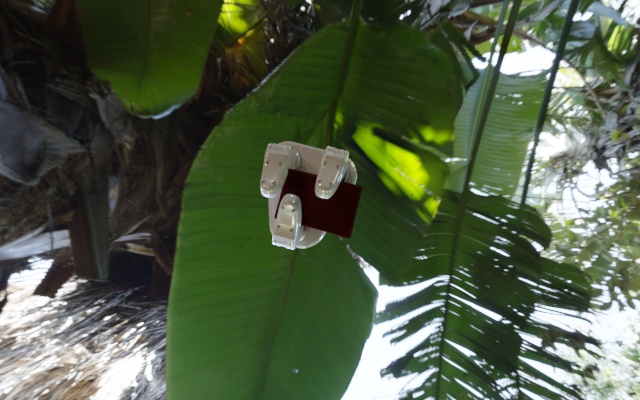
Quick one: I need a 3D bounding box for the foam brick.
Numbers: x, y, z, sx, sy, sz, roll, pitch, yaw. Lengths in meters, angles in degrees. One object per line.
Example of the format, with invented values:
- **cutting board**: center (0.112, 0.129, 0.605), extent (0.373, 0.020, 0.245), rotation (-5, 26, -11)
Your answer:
- **foam brick**: center (0.000, 0.002, 0.482), extent (0.078, 0.053, 0.051), rotation (16, 4, 5)
